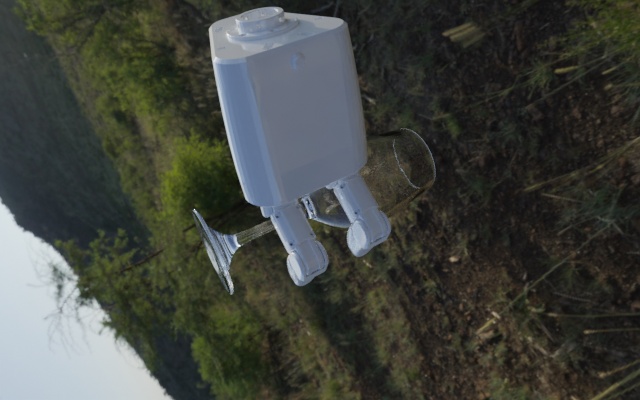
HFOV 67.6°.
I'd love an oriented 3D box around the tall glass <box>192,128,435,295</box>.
[{"bbox_3d":[-0.001,0.002,0.407,0.201,0.079,0.079,-24,8,-19],"label":"tall glass"}]
